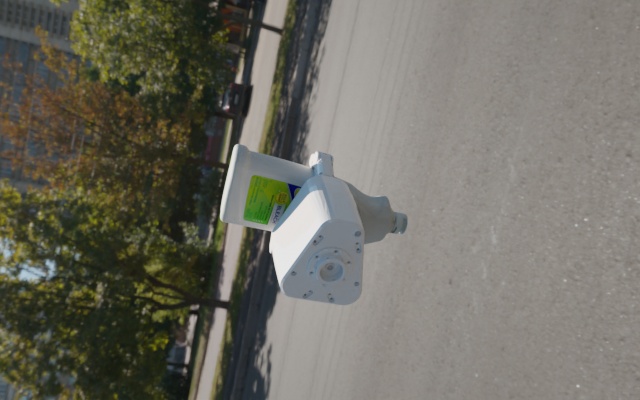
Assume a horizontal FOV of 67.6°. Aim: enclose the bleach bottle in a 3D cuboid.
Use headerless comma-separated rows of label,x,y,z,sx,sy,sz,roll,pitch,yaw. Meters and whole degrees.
bleach bottle,0.000,0.002,0.638,0.251,0.103,0.068,11,25,-15
